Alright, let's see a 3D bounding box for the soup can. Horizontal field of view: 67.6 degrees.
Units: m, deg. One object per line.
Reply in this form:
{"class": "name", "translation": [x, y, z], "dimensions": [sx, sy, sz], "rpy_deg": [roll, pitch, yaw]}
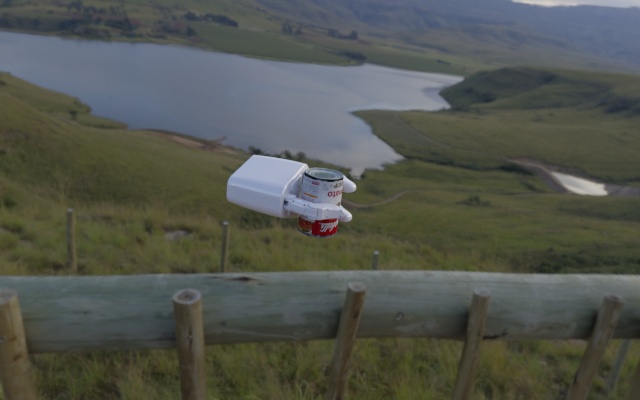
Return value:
{"class": "soup can", "translation": [0.001, 0.002, 0.801], "dimensions": [0.068, 0.102, 0.068], "rpy_deg": [7, 19, -2]}
